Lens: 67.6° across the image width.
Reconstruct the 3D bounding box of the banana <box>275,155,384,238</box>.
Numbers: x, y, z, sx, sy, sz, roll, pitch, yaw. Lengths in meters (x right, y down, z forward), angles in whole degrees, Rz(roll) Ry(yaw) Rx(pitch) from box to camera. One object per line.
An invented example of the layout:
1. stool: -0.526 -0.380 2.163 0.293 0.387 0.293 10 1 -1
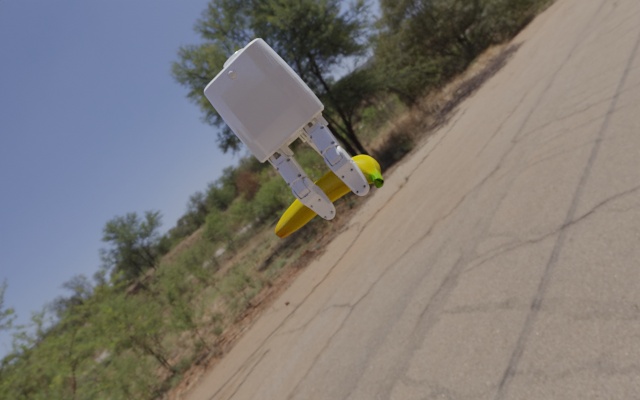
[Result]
1. banana: 0.010 -0.010 0.607 0.198 0.037 0.069 -31 16 43
